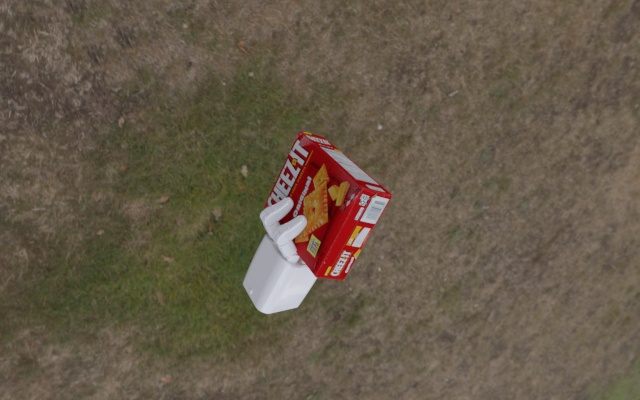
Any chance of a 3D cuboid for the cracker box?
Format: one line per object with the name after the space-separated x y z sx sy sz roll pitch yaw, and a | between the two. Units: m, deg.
0.000 0.003 0.797 0.072 0.164 0.213 13 22 -39 | cracker box
